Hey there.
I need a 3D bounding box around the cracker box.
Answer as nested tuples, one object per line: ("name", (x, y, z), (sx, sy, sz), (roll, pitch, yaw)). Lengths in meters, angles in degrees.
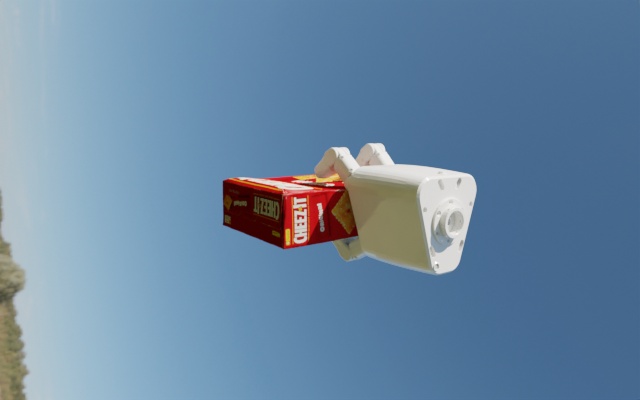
("cracker box", (0.000, 0.002, 0.636), (0.213, 0.072, 0.164), (-6, 10, -35))
